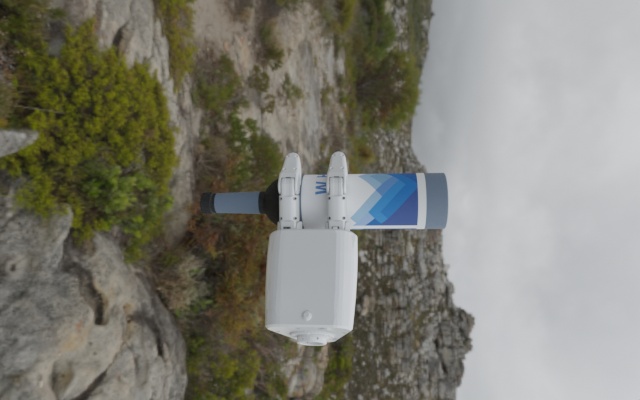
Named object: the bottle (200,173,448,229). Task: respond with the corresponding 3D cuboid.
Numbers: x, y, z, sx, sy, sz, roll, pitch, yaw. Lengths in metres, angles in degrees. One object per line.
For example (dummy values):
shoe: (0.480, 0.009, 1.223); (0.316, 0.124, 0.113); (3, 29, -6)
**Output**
bottle: (0.000, 0.002, 0.581); (0.296, 0.069, 0.069); (-1, 0, 7)
